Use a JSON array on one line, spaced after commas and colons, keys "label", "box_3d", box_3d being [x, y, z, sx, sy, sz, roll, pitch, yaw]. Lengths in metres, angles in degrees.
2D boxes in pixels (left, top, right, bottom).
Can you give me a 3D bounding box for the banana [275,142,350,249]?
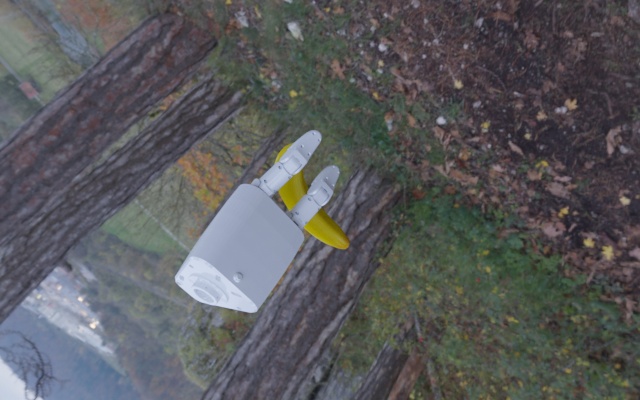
[{"label": "banana", "box_3d": [-0.017, -0.002, 0.634, 0.069, 0.198, 0.037, 6, 47, 29]}]
